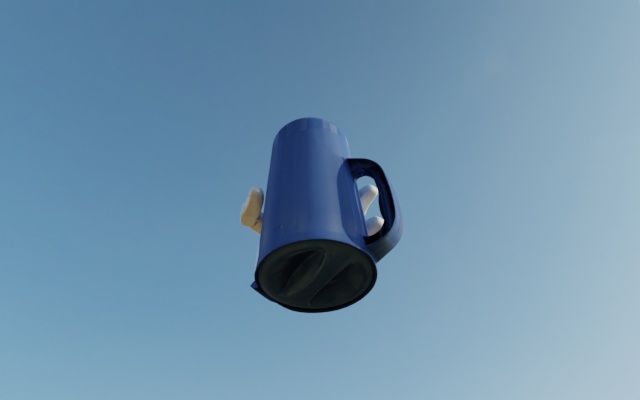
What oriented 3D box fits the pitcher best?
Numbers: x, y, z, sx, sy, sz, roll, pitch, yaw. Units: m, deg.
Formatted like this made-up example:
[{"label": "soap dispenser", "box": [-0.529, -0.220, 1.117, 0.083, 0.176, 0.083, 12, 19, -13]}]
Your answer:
[{"label": "pitcher", "box": [0.000, 0.002, 0.593, 0.149, 0.242, 0.145, 8, -46, -11]}]
